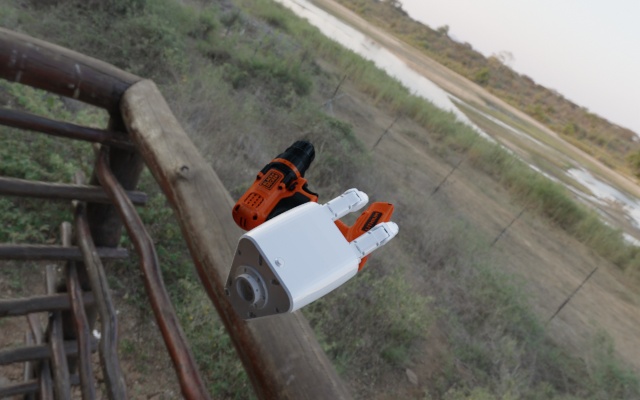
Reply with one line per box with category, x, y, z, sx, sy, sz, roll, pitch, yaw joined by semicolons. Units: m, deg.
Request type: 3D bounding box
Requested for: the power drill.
power drill;0.000;0.002;0.655;0.187;0.057;0.184;25;49;13
